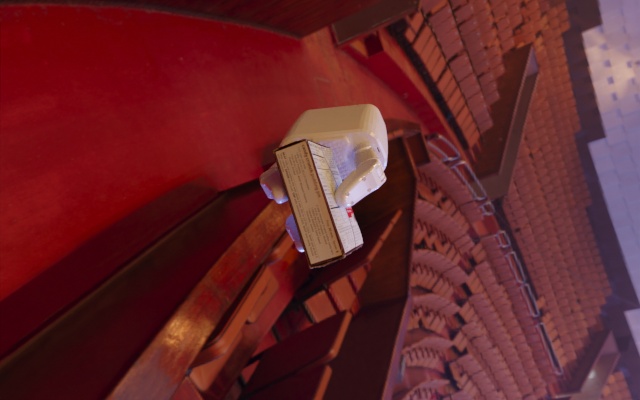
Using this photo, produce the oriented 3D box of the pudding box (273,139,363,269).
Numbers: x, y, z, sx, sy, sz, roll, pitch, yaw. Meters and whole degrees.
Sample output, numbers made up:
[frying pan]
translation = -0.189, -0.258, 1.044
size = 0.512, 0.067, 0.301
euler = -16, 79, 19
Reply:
[pudding box]
translation = 0.000, 0.001, 0.457
size = 0.039, 0.113, 0.090
euler = -21, -4, 15
